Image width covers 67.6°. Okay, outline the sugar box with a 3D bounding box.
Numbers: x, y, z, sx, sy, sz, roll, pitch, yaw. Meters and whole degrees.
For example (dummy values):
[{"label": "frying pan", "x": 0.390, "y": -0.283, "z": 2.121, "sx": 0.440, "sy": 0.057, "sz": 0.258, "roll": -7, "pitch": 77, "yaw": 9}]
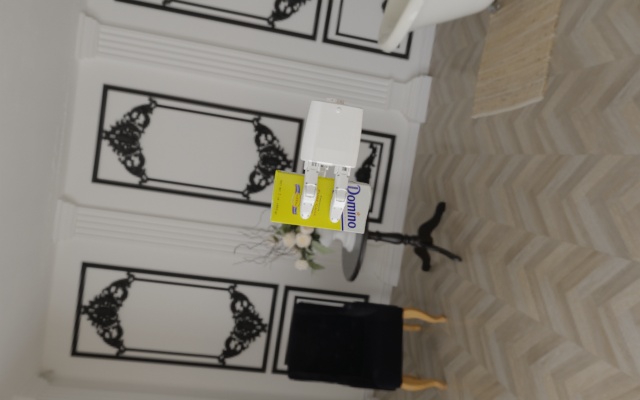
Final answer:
[{"label": "sugar box", "x": 0.000, "y": 0.003, "z": 0.875, "sx": 0.176, "sy": 0.093, "sz": 0.048, "roll": 7, "pitch": 8, "yaw": -9}]
